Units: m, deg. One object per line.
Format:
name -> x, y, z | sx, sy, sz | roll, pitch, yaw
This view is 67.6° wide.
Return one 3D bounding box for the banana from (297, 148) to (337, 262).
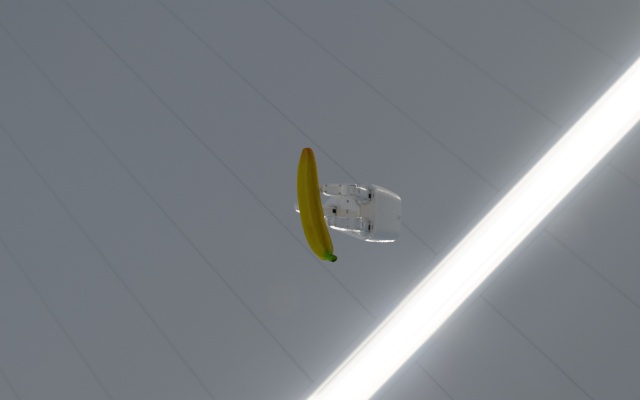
banana -> -0.008, 0.014, 0.756 | 0.037, 0.197, 0.070 | 0, -27, -32
